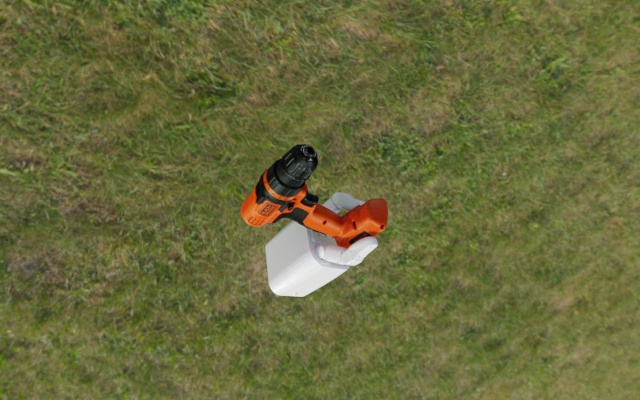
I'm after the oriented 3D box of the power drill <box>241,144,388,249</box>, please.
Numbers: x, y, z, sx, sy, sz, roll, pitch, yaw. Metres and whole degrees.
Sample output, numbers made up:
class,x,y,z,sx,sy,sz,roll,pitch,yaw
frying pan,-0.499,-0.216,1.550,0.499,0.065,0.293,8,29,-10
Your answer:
class,x,y,z,sx,sy,sz,roll,pitch,yaw
power drill,0.000,0.003,0.678,0.188,0.057,0.184,22,-35,-22
